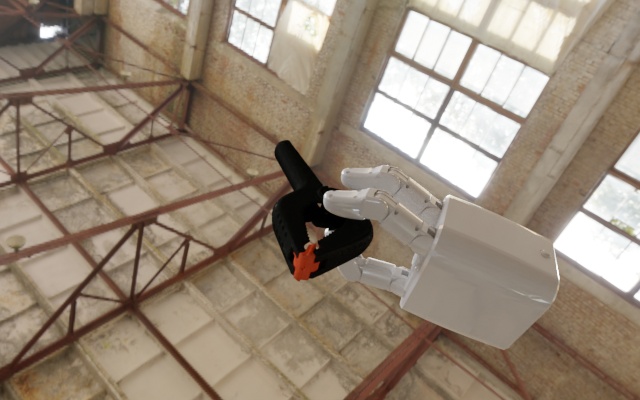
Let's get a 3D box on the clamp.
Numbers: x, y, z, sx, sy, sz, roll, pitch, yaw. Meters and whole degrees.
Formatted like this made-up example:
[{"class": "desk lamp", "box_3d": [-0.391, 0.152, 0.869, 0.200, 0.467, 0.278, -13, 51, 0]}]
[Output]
[{"class": "clamp", "box_3d": [0.000, 0.003, 0.469, 0.164, 0.036, 0.210, 20, 31, 11]}]
